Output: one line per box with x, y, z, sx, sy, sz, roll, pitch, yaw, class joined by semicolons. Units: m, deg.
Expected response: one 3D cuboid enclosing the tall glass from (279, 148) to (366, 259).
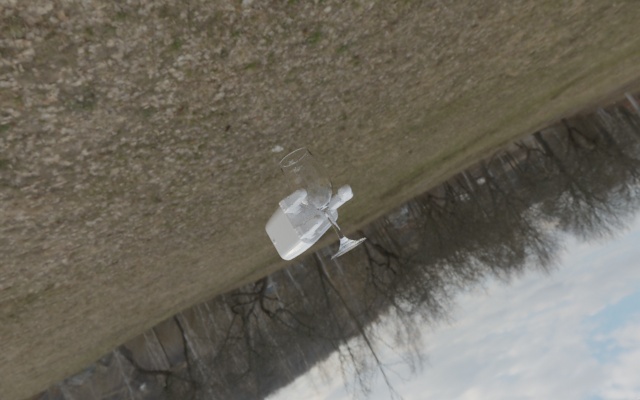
0.001;0.003;0.872;0.079;0.201;0.079;-30;-10;-6;tall glass
